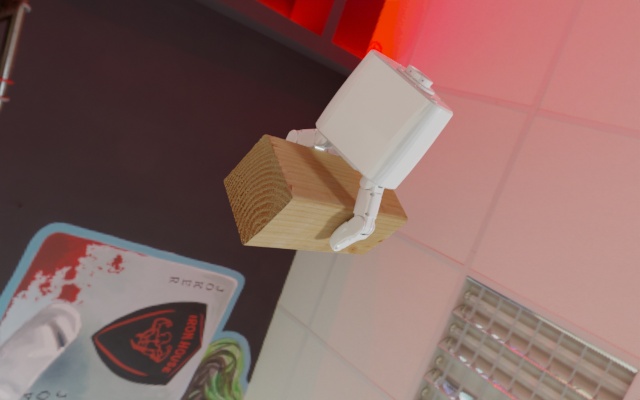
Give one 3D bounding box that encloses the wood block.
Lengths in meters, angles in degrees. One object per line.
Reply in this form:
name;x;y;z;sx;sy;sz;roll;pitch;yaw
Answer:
wood block;0.001;0.002;0.581;0.206;0.090;0.090;11;-43;-45
